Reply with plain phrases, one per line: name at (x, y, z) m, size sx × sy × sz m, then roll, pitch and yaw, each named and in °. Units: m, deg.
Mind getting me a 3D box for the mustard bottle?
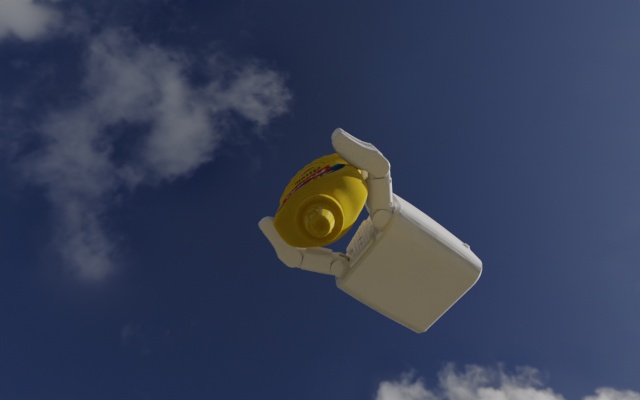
mustard bottle at (0.000, 0.001, 0.468) m, size 0.096 × 0.058 × 0.191 m, roll -33°, pitch 10°, yaw 7°
